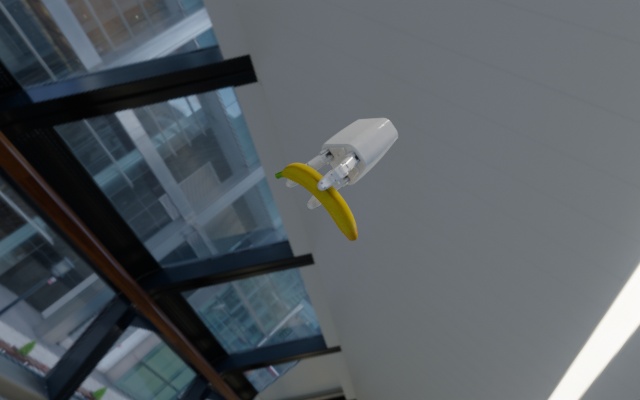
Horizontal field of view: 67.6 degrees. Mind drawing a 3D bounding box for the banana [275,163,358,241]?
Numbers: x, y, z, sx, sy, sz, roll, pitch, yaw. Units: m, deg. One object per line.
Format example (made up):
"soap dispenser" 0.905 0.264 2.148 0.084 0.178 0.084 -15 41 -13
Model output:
"banana" 0.001 -0.009 0.868 0.037 0.197 0.070 -40 -15 -30
